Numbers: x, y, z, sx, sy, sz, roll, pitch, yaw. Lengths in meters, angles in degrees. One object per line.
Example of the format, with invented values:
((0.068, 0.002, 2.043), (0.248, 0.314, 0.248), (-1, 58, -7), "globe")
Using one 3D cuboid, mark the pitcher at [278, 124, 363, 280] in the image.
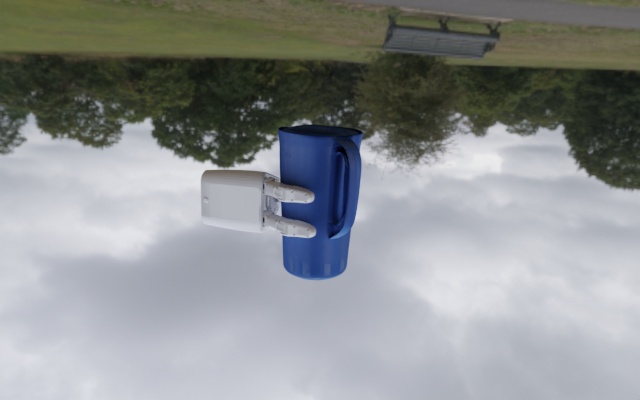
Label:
((0.000, 0.002, 0.767), (0.145, 0.243, 0.149), (6, 15, 13), "pitcher")
